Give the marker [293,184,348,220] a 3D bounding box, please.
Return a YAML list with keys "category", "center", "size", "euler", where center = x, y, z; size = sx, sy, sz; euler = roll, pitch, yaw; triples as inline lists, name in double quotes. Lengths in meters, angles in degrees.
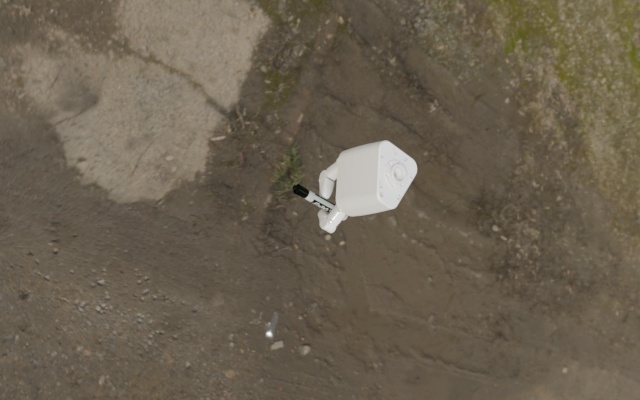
- category: "marker"
  center: [0.000, 0.003, 0.851]
  size: [0.121, 0.020, 0.020]
  euler: [30, -16, -30]
